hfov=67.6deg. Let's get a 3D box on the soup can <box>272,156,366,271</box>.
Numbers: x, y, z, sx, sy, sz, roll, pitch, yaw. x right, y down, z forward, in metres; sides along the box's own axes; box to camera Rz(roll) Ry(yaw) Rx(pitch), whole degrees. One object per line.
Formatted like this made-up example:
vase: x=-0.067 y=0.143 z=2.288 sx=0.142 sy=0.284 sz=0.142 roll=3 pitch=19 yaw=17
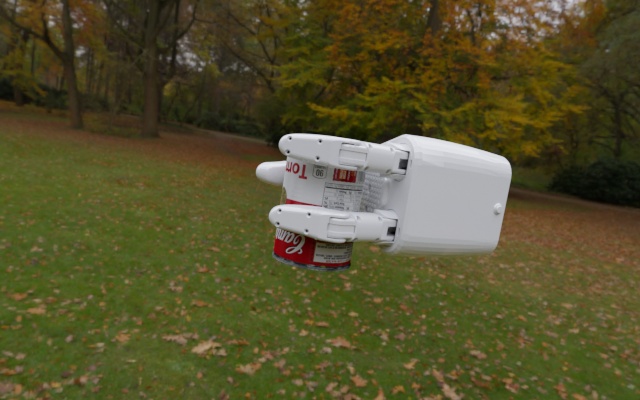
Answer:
soup can: x=0.000 y=0.001 z=0.403 sx=0.068 sy=0.102 sz=0.068 roll=9 pitch=7 yaw=-1
